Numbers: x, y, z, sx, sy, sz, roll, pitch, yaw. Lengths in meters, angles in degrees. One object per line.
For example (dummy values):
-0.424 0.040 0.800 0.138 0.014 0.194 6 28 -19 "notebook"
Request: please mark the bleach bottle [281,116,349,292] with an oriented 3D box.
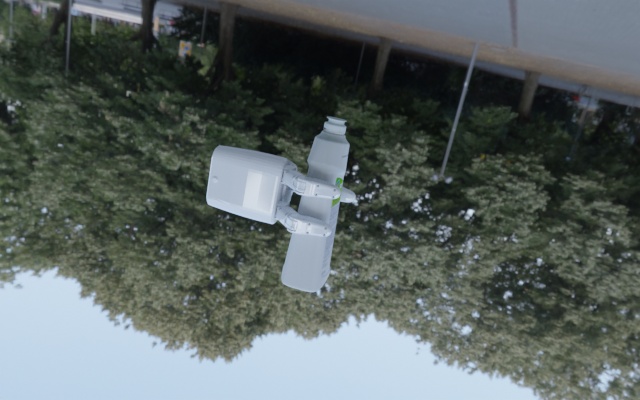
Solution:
0.000 0.002 0.706 0.068 0.251 0.102 14 16 8 "bleach bottle"
